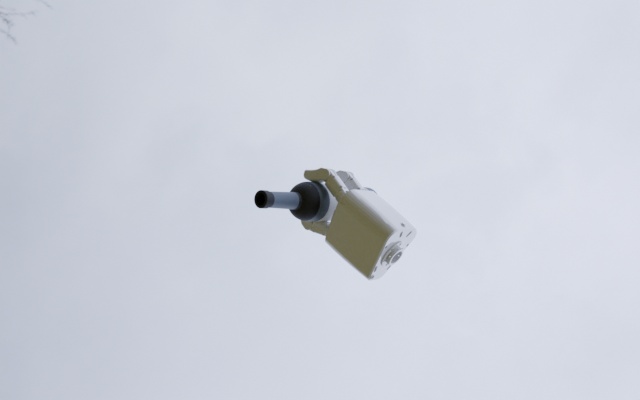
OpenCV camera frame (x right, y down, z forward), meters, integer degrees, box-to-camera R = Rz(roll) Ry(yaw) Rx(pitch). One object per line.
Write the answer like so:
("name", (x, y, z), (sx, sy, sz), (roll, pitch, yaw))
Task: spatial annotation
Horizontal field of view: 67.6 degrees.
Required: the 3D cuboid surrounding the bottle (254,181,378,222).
("bottle", (0.000, 0.003, 0.821), (0.069, 0.069, 0.296), (0, -2, 37))
